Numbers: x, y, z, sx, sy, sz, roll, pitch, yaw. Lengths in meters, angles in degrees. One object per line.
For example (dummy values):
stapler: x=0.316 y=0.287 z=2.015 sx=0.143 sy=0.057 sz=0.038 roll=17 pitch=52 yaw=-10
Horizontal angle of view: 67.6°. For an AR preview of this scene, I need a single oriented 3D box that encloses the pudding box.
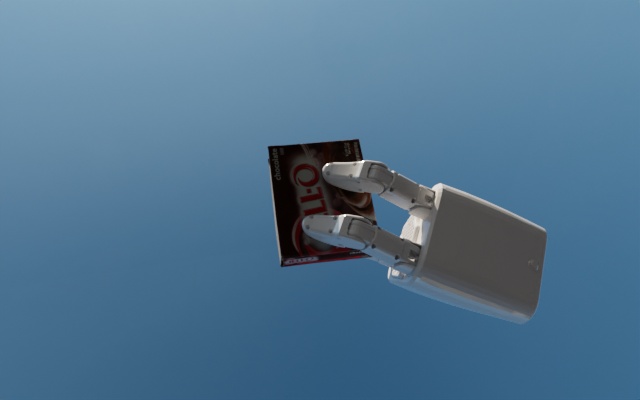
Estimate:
pudding box: x=0.000 y=0.002 z=0.448 sx=0.090 sy=0.113 sz=0.039 roll=-6 pitch=-23 yaw=-11
